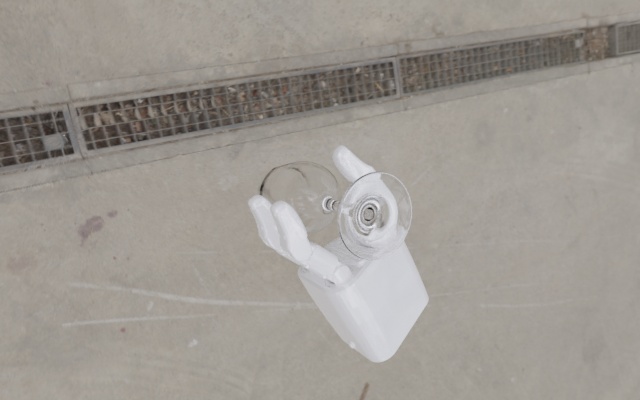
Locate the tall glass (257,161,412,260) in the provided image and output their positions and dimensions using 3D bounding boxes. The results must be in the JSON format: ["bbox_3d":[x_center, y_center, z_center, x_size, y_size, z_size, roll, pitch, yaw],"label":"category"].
[{"bbox_3d":[0.000,0.001,0.481,0.079,0.079,0.201,0,7,-28],"label":"tall glass"}]
